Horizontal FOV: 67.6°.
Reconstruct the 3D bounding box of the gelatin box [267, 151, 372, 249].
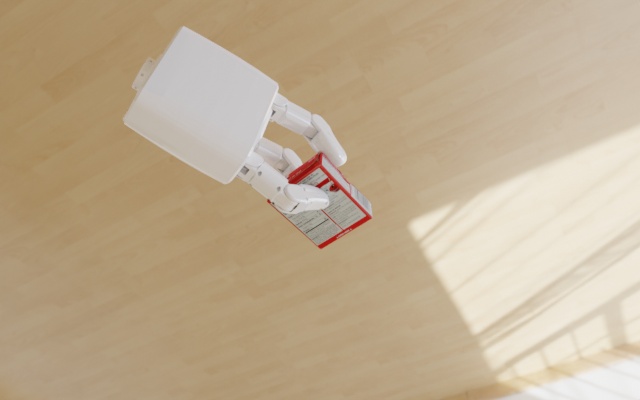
[{"bbox_3d":[0.000,0.002,0.507,0.073,0.089,0.030,-34,27,24],"label":"gelatin box"}]
